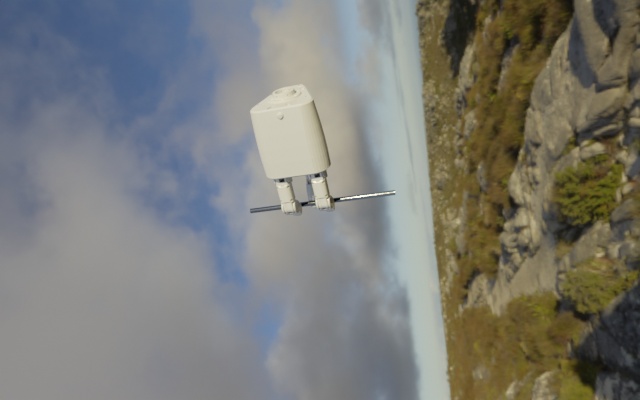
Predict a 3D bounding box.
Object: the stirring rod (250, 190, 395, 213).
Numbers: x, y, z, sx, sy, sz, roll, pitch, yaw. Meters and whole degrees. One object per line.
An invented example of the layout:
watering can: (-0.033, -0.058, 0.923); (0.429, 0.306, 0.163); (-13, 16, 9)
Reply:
stirring rod: (0.000, 0.002, 0.772); (0.239, 0.011, 0.011); (-7, -2, 12)
